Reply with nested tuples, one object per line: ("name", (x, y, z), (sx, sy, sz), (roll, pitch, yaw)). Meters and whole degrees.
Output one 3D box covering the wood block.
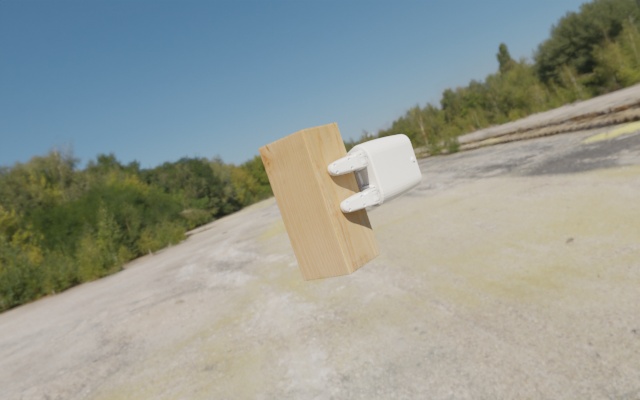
("wood block", (0.000, 0.002, 0.701), (0.091, 0.206, 0.090), (-16, 5, 39))
